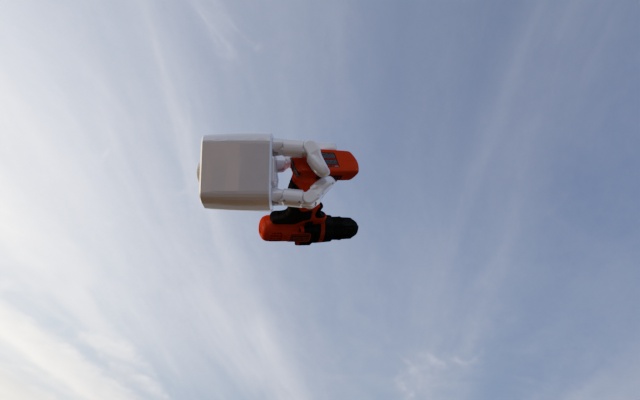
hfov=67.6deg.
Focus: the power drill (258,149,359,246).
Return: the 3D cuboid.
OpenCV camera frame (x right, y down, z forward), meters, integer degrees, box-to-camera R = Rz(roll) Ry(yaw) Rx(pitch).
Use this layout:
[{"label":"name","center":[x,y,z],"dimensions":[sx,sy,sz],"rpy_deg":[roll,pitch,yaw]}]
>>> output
[{"label":"power drill","center":[0.000,0.002,0.801],"dimensions":[0.184,0.188,0.057],"rpy_deg":[0,44,-22]}]
